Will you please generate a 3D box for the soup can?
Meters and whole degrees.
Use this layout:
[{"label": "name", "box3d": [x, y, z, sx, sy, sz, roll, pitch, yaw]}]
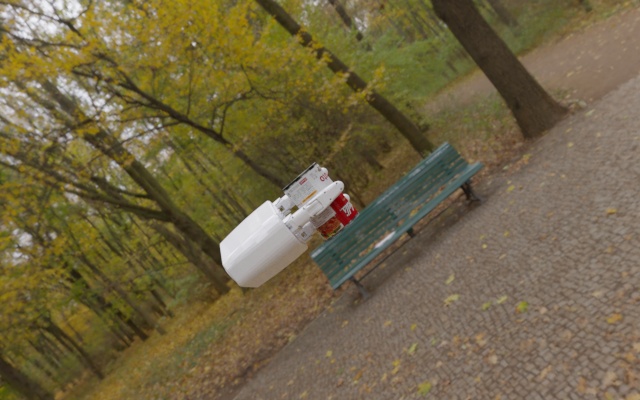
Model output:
[{"label": "soup can", "box3d": [0.000, 0.002, 0.716, 0.068, 0.102, 0.068, -40, 4, 3]}]
